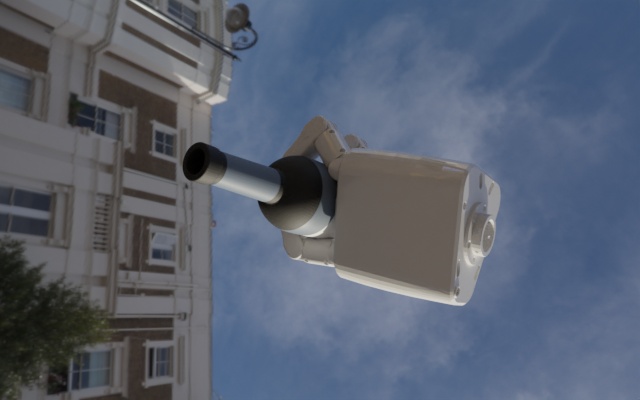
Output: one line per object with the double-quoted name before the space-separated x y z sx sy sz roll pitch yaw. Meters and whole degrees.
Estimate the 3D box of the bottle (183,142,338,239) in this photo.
"bottle" 0.000 0.001 0.438 0.069 0.069 0.296 0 -11 36
